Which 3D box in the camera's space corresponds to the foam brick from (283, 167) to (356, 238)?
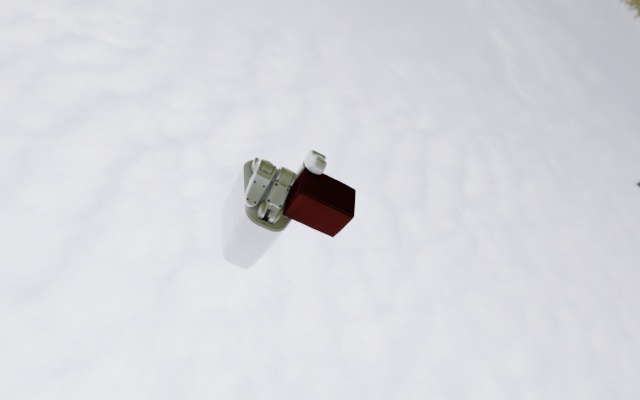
[{"bbox_3d":[0.000,0.002,0.620,0.078,0.053,0.051,26,-48,-14],"label":"foam brick"}]
